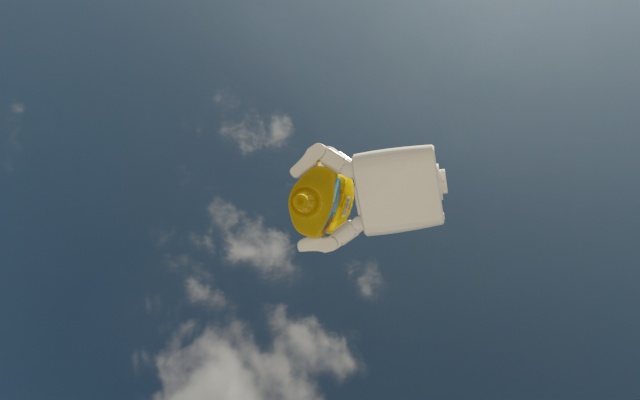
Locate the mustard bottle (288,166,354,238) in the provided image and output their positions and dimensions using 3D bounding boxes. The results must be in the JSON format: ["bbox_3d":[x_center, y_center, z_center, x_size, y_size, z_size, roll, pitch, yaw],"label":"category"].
[{"bbox_3d":[0.000,0.002,0.656,0.058,0.096,0.191,18,4,13],"label":"mustard bottle"}]
